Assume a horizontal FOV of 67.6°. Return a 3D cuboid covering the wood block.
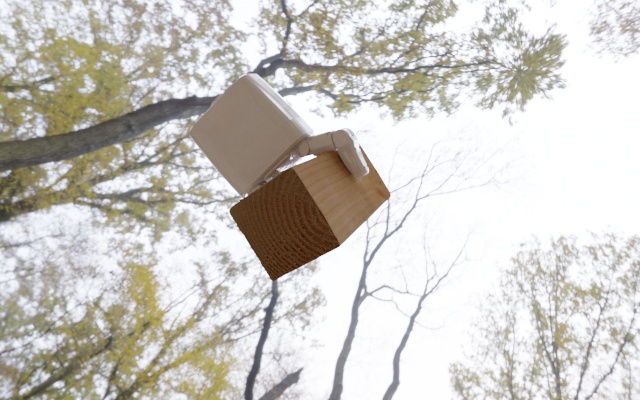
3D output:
[{"bbox_3d":[0.000,0.001,0.555,0.091,0.090,0.206,-31,1,26],"label":"wood block"}]
